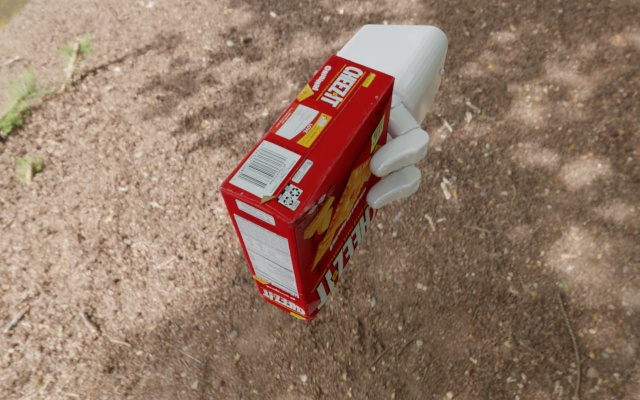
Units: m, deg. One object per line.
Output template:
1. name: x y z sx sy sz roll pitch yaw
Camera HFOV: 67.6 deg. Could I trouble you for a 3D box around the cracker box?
1. cracker box: 0.000 0.001 0.453 0.072 0.164 0.214 25 -28 18
